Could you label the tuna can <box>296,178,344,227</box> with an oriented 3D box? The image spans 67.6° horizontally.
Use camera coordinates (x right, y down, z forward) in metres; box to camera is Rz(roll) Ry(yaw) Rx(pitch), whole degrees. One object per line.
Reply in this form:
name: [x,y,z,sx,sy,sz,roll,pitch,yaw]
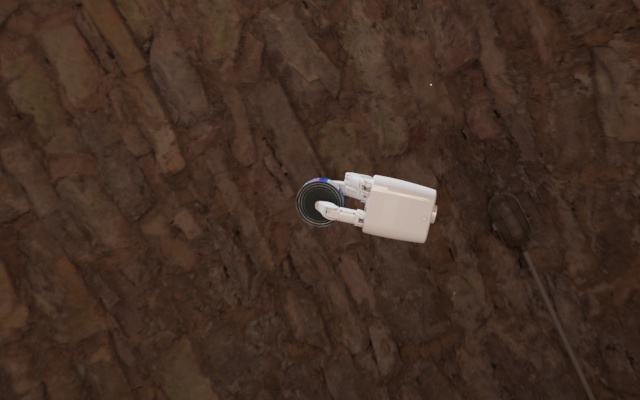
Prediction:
tuna can: [0.000,0.003,0.863,0.086,0.086,0.033,0,15,7]
